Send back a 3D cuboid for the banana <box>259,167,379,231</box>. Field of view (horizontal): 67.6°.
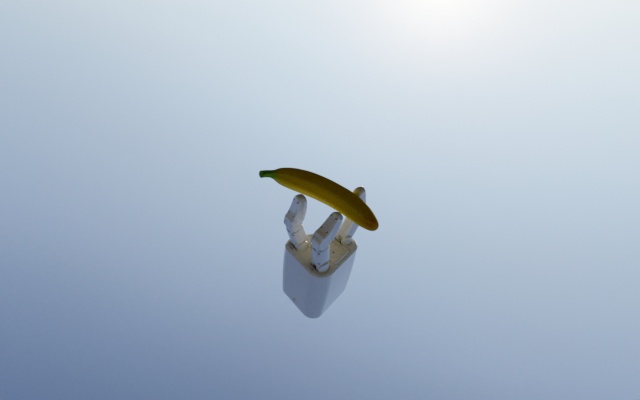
[{"bbox_3d":[0.005,-0.007,0.724,0.198,0.037,0.069,24,35,16],"label":"banana"}]
